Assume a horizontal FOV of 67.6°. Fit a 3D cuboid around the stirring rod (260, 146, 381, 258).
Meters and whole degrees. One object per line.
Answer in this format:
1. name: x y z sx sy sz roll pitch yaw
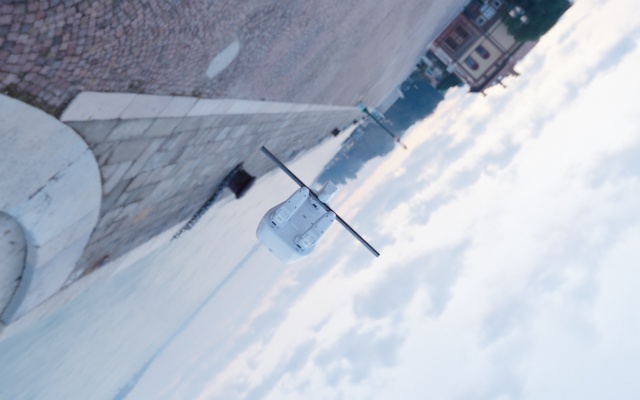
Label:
1. stirring rod: 0.000 0.002 0.718 0.239 0.011 0.011 43 -2 -2
